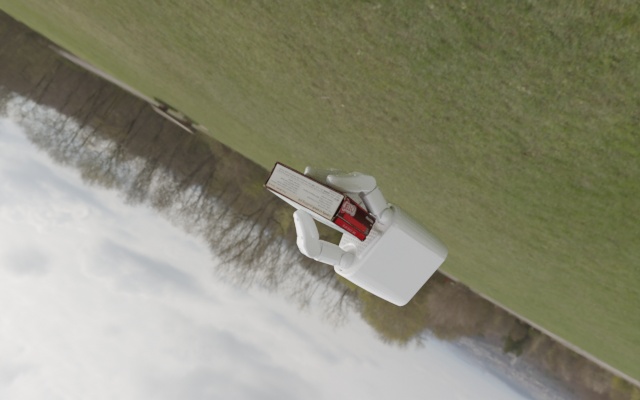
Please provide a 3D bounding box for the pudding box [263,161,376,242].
[{"bbox_3d":[0.000,0.002,0.572,0.113,0.039,0.090,25,-7,34],"label":"pudding box"}]
